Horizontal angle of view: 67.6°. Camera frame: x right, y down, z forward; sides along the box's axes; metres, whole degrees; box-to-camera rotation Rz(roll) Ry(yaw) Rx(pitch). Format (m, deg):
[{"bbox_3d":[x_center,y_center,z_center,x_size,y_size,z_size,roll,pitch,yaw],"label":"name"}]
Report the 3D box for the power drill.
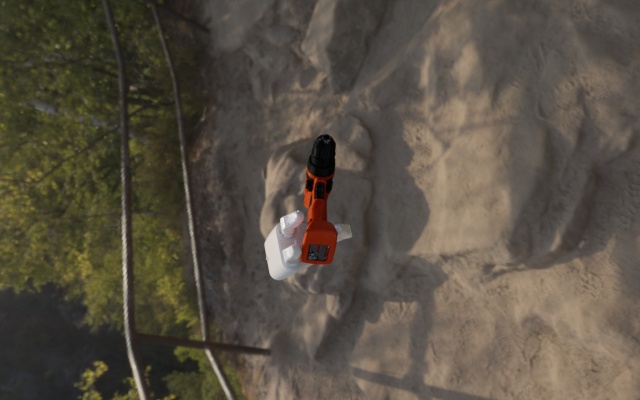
[{"bbox_3d":[0.000,0.003,0.839,0.057,0.187,0.185,4,-40,-3],"label":"power drill"}]
